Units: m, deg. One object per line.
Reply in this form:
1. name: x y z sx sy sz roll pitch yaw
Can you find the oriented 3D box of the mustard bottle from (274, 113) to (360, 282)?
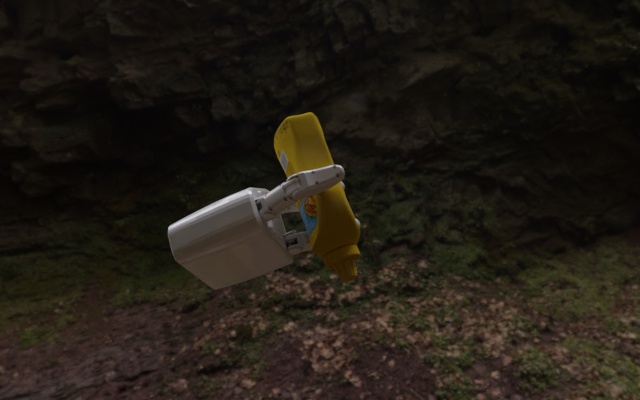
1. mustard bottle: 0.000 0.001 0.551 0.058 0.191 0.096 -14 -20 -17
